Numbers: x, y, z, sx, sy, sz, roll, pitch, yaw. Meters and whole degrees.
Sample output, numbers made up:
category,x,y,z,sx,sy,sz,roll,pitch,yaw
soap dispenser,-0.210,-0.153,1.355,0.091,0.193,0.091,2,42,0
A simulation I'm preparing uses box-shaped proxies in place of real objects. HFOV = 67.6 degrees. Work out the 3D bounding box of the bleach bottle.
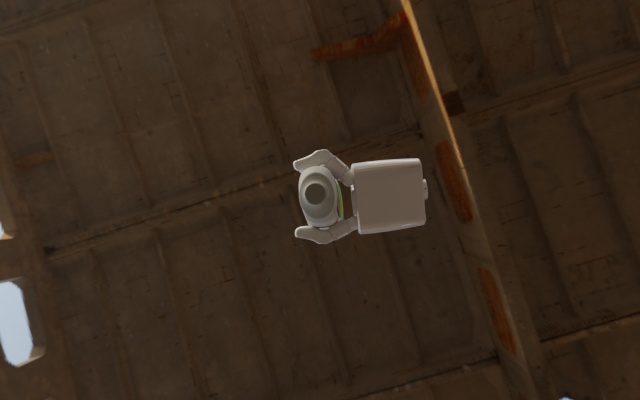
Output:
category,x,y,z,sx,sy,sz,roll,pitch,yaw
bleach bottle,0.000,0.002,0.750,0.068,0.102,0.251,-6,-1,3
